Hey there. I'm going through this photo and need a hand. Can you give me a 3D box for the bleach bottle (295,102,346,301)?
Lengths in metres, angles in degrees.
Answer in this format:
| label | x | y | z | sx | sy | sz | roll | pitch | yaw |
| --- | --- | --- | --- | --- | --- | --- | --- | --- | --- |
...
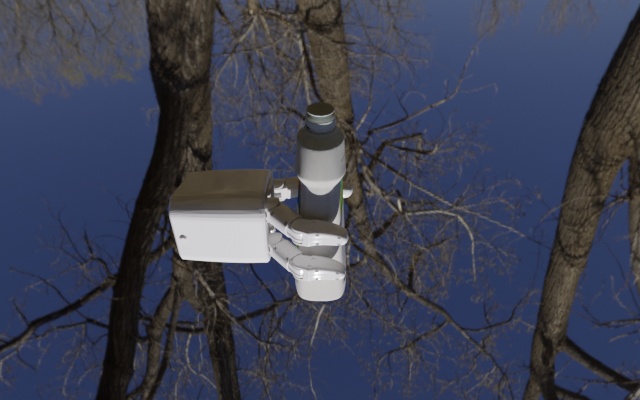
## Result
| label | x | y | z | sx | sy | sz | roll | pitch | yaw |
| --- | --- | --- | --- | --- | --- | --- | --- | --- | --- |
| bleach bottle | 0.000 | 0.002 | 0.557 | 0.068 | 0.251 | 0.102 | 0 | 39 | 0 |
